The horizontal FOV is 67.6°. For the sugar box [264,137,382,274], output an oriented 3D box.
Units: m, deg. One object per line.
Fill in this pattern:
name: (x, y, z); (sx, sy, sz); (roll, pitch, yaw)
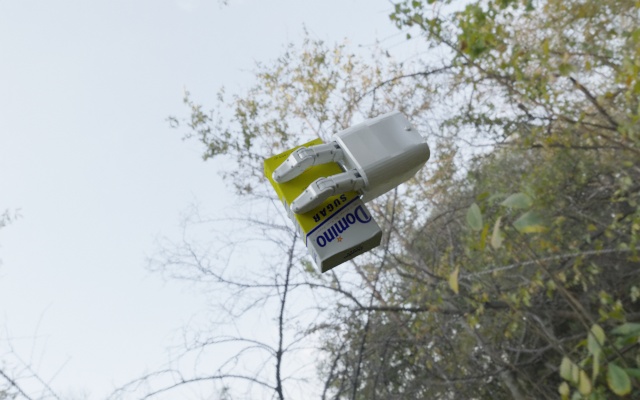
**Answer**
sugar box: (0.000, 0.002, 0.652); (0.093, 0.176, 0.048); (-25, -30, -15)
